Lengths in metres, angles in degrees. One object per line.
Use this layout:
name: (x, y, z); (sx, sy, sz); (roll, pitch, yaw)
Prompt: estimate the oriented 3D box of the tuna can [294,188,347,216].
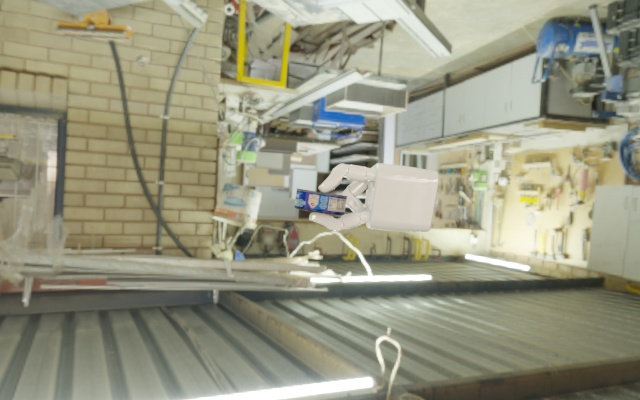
tuna can: (0.000, 0.003, 0.793); (0.086, 0.034, 0.086); (9, 1, 0)
